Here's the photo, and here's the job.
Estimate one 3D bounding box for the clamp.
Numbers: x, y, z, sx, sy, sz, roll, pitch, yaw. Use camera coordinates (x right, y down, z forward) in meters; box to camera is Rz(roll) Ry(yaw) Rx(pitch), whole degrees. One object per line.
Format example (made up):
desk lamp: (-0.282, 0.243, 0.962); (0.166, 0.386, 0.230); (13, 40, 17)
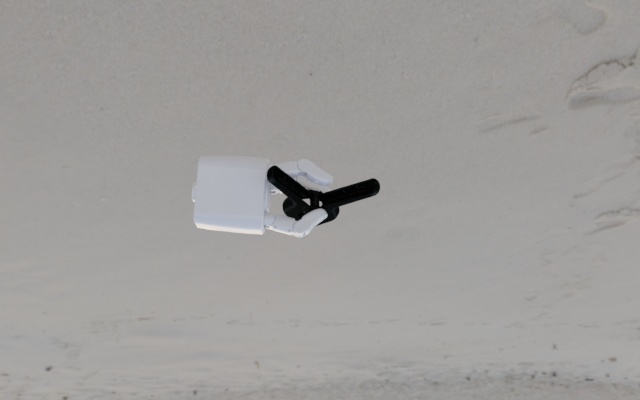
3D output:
clamp: (0.000, 0.003, 0.764); (0.164, 0.036, 0.210); (5, -22, -2)
